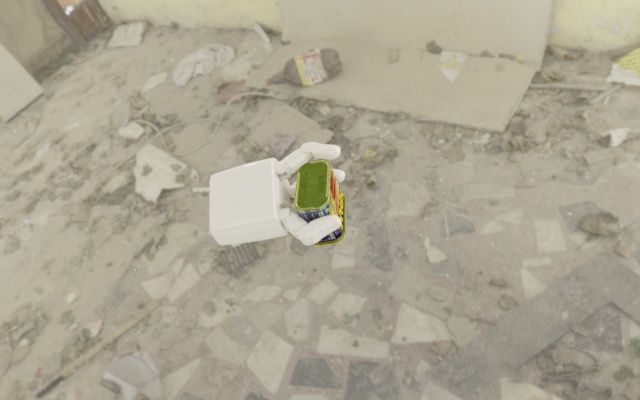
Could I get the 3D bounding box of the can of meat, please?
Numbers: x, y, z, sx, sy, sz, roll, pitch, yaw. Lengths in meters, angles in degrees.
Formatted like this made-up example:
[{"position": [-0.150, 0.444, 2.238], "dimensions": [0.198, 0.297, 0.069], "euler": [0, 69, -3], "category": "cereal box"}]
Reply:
[{"position": [0.000, 0.002, 0.705], "dimensions": [0.057, 0.102, 0.084], "euler": [-10, -42, 14], "category": "can of meat"}]
